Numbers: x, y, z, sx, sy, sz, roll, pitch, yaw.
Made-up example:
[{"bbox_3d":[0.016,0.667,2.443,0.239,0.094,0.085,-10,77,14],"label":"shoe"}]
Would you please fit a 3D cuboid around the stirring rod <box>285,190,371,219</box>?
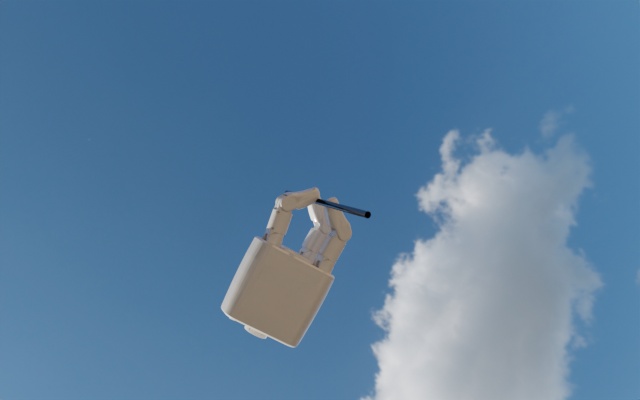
[{"bbox_3d":[0.000,0.002,0.632,0.011,0.011,0.239,0,7,-26],"label":"stirring rod"}]
